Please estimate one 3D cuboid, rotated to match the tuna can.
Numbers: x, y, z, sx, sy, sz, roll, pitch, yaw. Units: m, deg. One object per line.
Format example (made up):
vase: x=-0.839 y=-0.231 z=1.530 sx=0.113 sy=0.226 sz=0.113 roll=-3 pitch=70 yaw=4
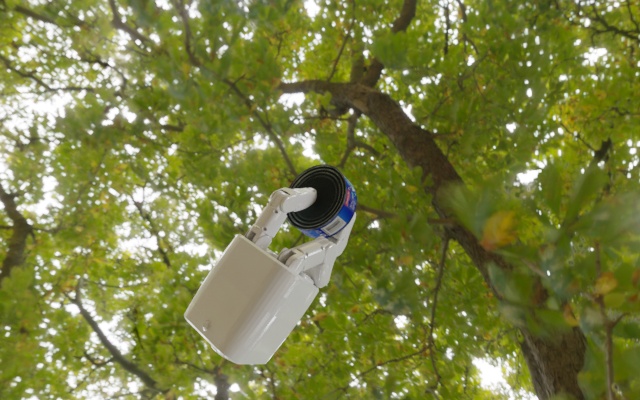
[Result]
tuna can: x=0.000 y=0.002 z=0.574 sx=0.086 sy=0.086 sz=0.034 roll=0 pitch=-25 yaw=33
